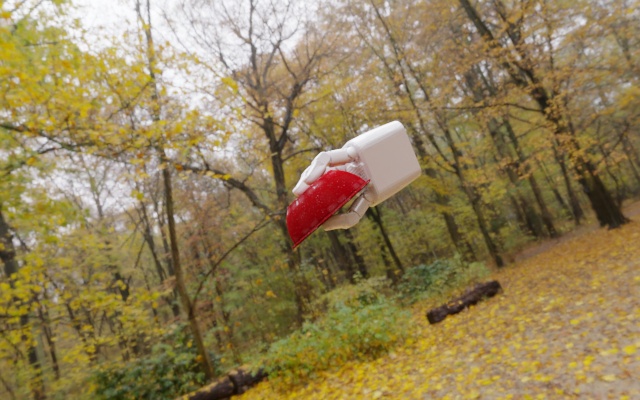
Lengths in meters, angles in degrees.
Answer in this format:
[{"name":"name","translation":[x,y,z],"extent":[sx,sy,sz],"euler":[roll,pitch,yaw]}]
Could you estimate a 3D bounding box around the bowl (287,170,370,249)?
[{"name":"bowl","translation":[-0.001,0.003,0.742],"extent":[0.162,0.055,0.162],"euler":[-42,-1,-1]}]
